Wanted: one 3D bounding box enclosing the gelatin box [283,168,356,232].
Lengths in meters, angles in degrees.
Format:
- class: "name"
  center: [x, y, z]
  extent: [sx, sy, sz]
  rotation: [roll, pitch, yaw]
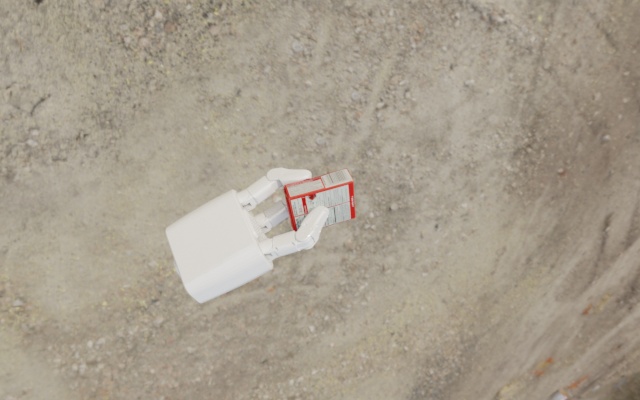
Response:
- class: "gelatin box"
  center: [0.001, 0.002, 0.631]
  extent: [0.089, 0.030, 0.073]
  rotation: [-16, -43, -7]
